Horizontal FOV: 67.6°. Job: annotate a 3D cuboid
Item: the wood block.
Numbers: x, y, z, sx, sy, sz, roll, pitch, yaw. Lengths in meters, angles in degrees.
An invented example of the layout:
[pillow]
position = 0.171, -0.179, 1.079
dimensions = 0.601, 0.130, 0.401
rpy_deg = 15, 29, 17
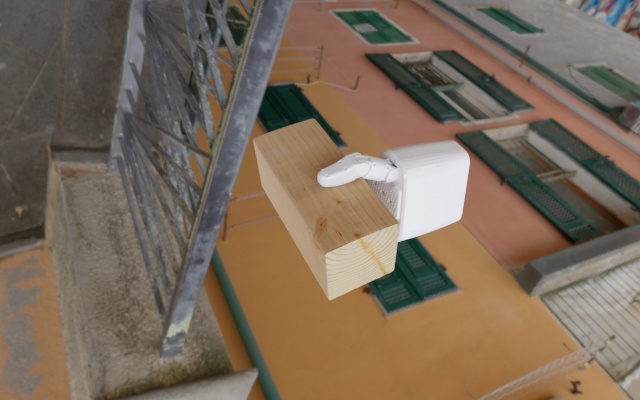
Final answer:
[wood block]
position = 0.001, 0.002, 0.582
dimensions = 0.090, 0.091, 0.206
rpy_deg = -21, 49, -16
